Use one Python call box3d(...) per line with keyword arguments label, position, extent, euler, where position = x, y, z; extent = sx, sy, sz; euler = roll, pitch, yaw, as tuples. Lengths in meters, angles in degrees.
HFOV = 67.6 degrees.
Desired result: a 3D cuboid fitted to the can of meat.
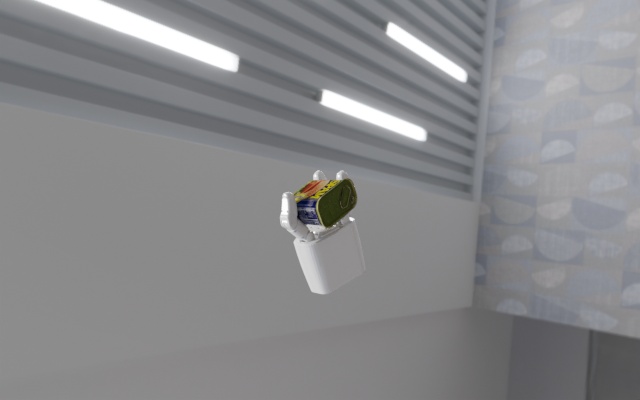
box3d(label="can of meat", position=(0.000, 0.003, 0.833), extent=(0.084, 0.057, 0.102), euler=(2, 30, 43))
